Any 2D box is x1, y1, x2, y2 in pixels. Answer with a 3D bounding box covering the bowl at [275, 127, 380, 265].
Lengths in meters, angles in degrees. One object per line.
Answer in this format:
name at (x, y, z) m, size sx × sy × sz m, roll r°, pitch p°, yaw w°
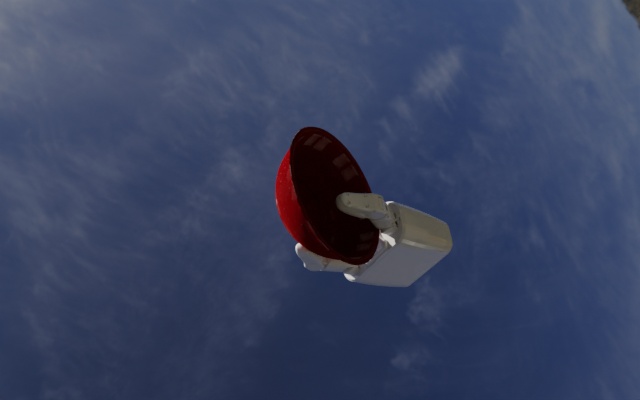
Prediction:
bowl at (-0.001, 0.001, 0.533) m, size 0.055 × 0.162 × 0.162 m, roll -24°, pitch -13°, yaw 30°
